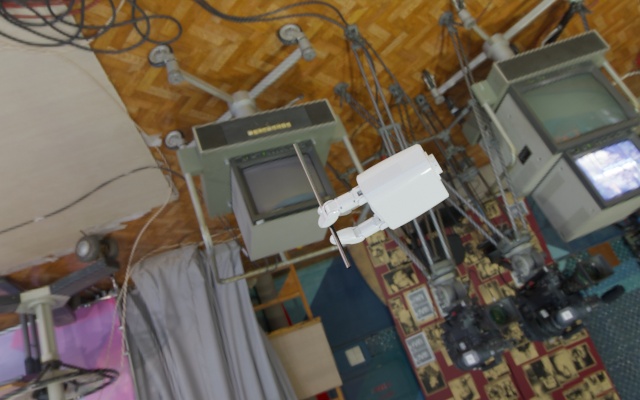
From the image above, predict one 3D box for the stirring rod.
[{"bbox_3d":[0.000,0.002,0.782,0.011,0.239,0.011,-19,-25,-9],"label":"stirring rod"}]
